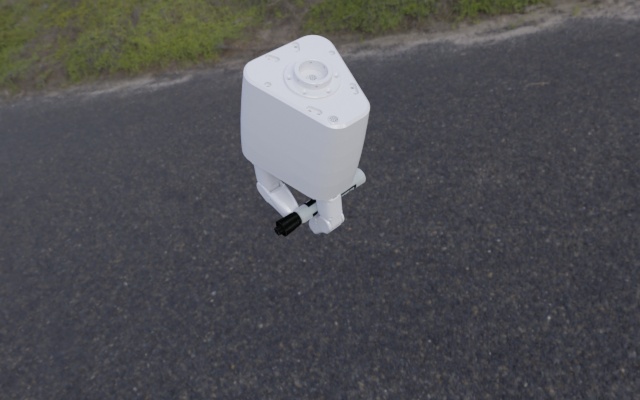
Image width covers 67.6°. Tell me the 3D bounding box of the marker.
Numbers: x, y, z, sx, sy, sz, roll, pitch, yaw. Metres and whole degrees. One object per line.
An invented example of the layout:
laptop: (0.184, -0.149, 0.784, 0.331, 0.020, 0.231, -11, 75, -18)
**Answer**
marker: (0.000, 0.002, 0.516, 0.121, 0.020, 0.020, -34, 16, -25)
